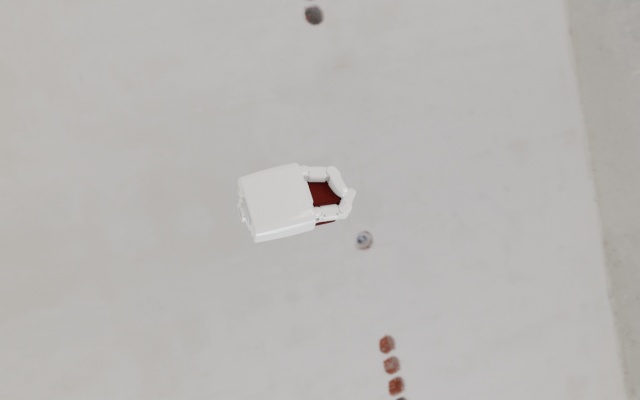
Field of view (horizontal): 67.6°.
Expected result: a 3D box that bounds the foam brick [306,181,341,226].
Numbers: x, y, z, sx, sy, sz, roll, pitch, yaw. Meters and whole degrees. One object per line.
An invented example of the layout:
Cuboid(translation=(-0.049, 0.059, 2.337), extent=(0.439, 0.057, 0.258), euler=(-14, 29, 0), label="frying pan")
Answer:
Cuboid(translation=(0.000, 0.003, 0.857), extent=(0.051, 0.053, 0.078), euler=(-13, -31, -16), label="foam brick")
